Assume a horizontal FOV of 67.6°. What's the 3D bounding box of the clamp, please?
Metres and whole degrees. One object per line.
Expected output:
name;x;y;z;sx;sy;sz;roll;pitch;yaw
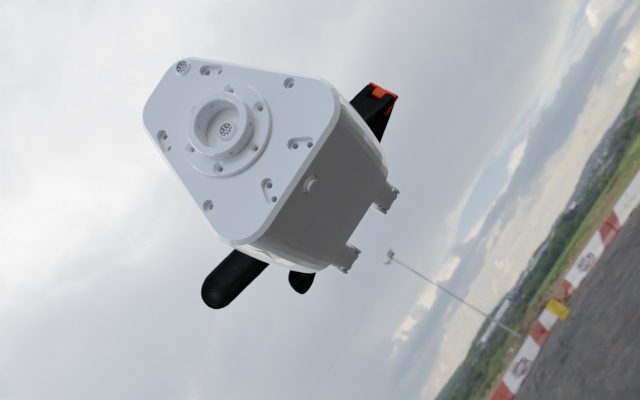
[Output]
clamp;0.000;0.000;0.404;0.036;0.210;0.164;33;-1;20
